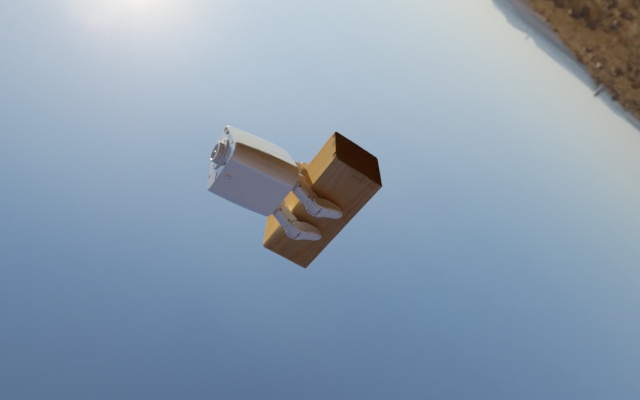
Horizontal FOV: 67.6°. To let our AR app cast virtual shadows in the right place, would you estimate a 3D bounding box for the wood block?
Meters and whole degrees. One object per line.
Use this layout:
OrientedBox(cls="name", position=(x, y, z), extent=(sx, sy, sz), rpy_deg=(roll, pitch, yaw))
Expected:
OrientedBox(cls="wood block", position=(0.000, 0.002, 0.787), extent=(0.090, 0.206, 0.090), rpy_deg=(30, 30, -19))
